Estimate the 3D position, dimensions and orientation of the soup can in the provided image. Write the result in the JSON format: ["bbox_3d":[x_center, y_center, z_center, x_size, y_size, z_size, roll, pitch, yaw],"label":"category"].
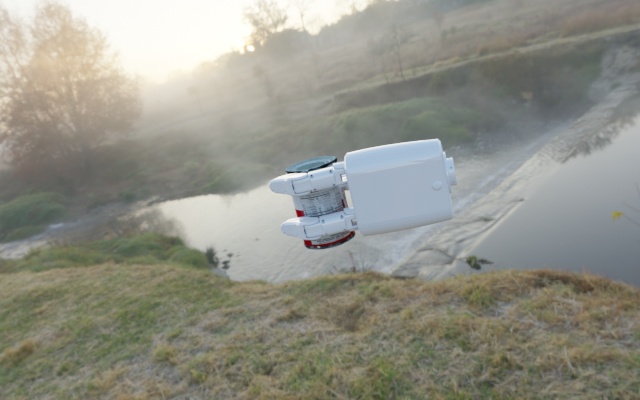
[{"bbox_3d":[0.000,0.002,0.600,0.068,0.102,0.068,-13,15,4],"label":"soup can"}]
